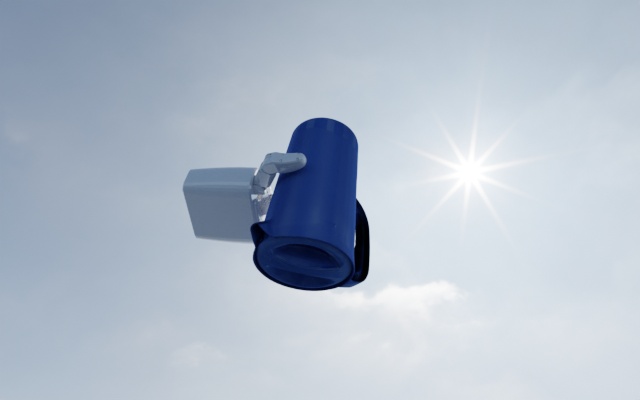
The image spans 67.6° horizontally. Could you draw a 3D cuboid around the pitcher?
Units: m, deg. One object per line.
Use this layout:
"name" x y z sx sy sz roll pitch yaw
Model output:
"pitcher" 0.000 0.002 0.690 0.145 0.242 0.149 1 -39 10
